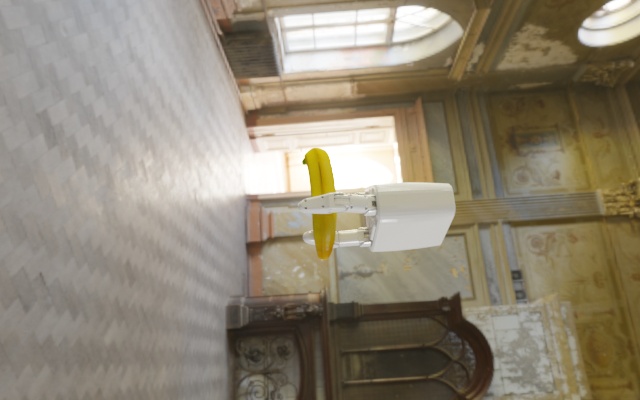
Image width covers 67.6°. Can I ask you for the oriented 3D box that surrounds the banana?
[{"bbox_3d":[0.001,-0.013,0.679,0.037,0.197,0.070,-2,-42,-8],"label":"banana"}]
